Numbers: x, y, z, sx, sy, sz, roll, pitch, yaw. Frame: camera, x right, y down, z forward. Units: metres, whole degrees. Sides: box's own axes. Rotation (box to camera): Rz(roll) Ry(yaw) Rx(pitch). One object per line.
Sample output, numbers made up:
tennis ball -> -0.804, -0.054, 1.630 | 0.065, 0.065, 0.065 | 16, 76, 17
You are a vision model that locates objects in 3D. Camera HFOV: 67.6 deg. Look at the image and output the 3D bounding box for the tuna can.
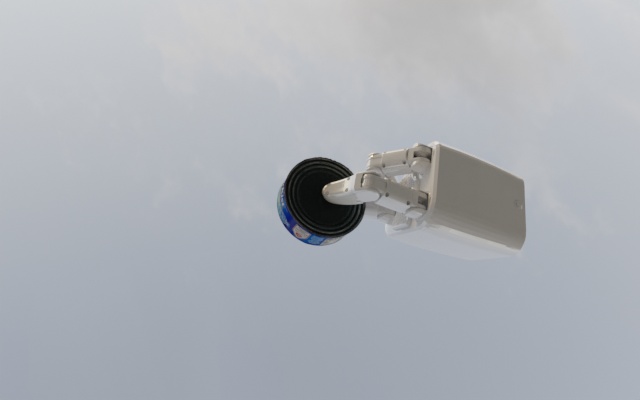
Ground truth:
tuna can -> 0.000, 0.002, 0.482 | 0.086, 0.086, 0.034 | 0, -22, -22
